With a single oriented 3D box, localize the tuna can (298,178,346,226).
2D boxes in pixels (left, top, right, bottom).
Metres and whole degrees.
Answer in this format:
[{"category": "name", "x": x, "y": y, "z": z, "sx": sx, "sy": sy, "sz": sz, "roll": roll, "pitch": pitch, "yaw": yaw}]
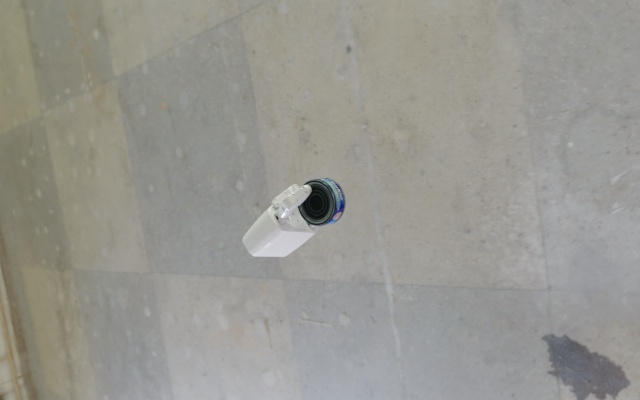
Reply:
[{"category": "tuna can", "x": 0.000, "y": 0.003, "z": 0.854, "sx": 0.086, "sy": 0.086, "sz": 0.034, "roll": 0, "pitch": 5, "yaw": 36}]
